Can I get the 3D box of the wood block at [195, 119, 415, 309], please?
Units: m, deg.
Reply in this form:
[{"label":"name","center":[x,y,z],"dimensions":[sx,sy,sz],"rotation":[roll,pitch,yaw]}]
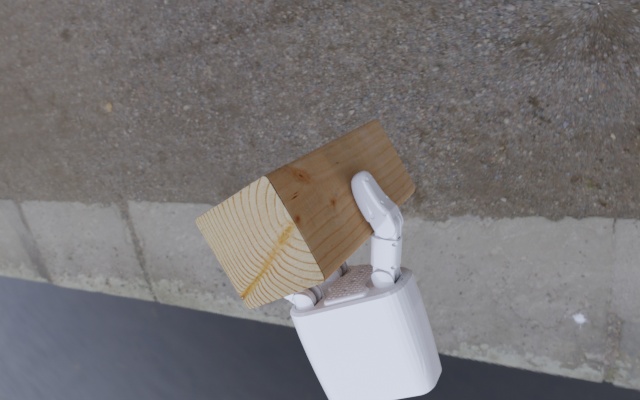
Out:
[{"label":"wood block","center":[0.000,0.002,0.446],"dimensions":[0.091,0.090,0.206],"rotation":[-27,5,35]}]
